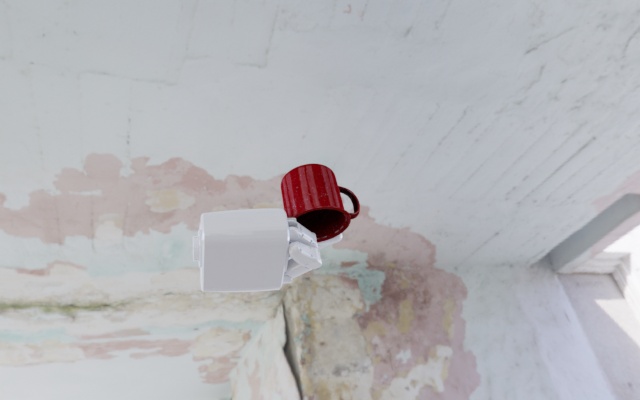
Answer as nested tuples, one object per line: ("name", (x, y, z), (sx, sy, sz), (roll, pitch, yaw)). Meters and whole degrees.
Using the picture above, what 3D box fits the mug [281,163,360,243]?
("mug", (0.001, 0.002, 0.676), (0.117, 0.081, 0.093), (-1, -35, -18))
